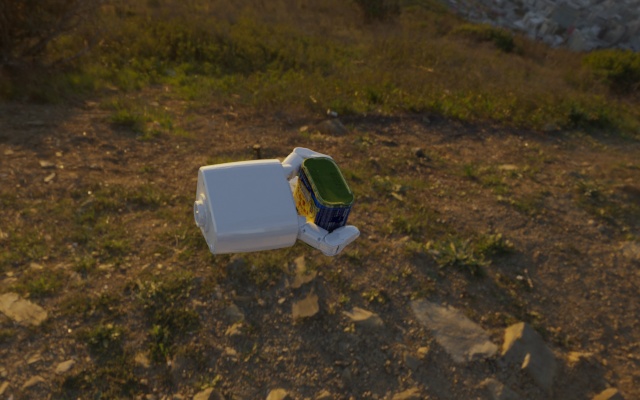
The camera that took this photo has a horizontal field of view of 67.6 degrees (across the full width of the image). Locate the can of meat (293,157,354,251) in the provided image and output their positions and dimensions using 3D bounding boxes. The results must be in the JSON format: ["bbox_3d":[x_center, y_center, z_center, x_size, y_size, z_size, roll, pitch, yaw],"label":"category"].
[{"bbox_3d":[0.000,0.002,0.651,0.057,0.084,0.102,-4,45,-23],"label":"can of meat"}]
